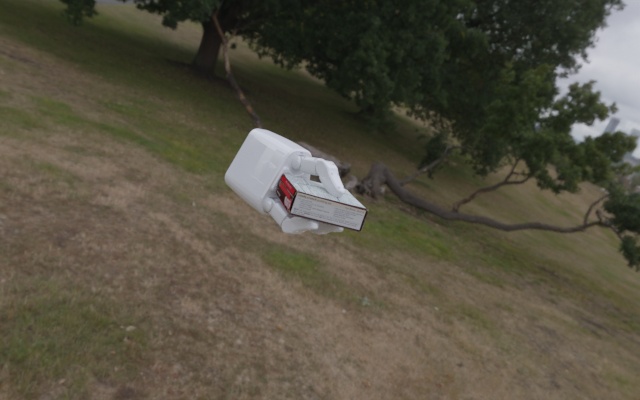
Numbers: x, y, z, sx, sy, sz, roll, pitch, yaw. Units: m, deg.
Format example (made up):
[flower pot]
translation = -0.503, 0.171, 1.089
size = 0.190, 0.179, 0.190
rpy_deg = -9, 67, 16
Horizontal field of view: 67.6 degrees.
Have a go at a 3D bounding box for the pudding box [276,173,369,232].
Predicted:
[pudding box]
translation = 0.000, 0.002, 0.680
size = 0.113, 0.039, 0.090
rpy_deg = 13, 15, -20
